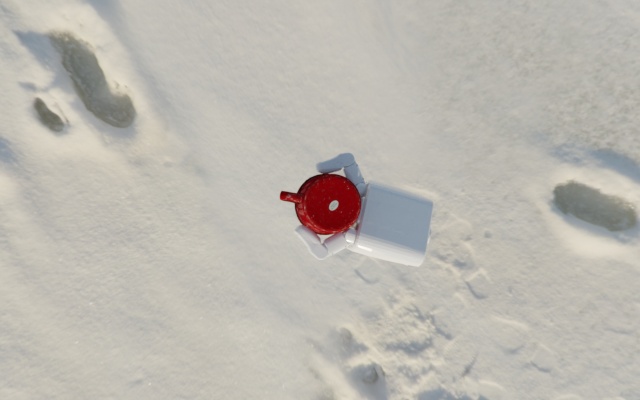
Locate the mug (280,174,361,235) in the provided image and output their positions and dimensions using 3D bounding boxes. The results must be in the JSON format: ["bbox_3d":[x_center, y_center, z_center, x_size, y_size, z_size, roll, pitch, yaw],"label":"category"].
[{"bbox_3d":[-0.001,0.002,0.677,0.117,0.093,0.081,13,-3,-6],"label":"mug"}]
